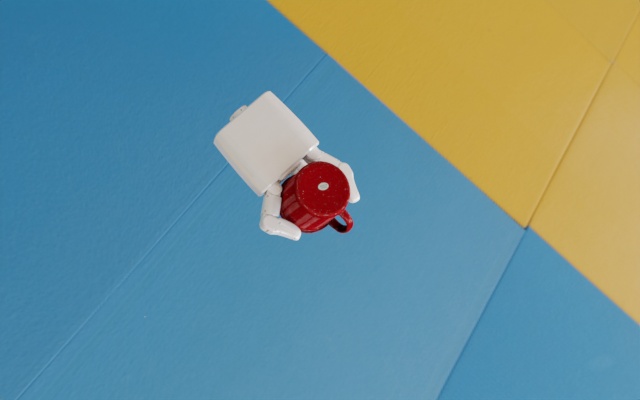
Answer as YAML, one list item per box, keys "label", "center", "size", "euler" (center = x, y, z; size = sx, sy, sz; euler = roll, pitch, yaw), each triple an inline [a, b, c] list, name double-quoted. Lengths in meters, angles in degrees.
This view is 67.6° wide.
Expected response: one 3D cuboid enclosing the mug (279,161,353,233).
- label: "mug"
  center: [0.001, 0.003, 0.678]
  size: [0.093, 0.117, 0.081]
  euler: [-45, 3, -23]
